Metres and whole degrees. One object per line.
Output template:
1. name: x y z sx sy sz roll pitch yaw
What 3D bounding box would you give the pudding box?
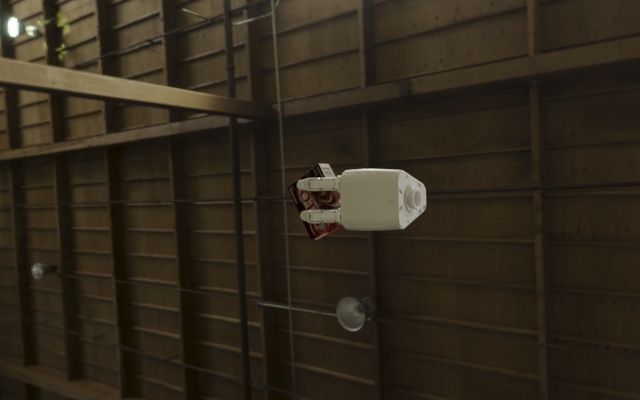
1. pudding box: 0.000 0.003 0.859 0.090 0.113 0.039 -36 -19 35
